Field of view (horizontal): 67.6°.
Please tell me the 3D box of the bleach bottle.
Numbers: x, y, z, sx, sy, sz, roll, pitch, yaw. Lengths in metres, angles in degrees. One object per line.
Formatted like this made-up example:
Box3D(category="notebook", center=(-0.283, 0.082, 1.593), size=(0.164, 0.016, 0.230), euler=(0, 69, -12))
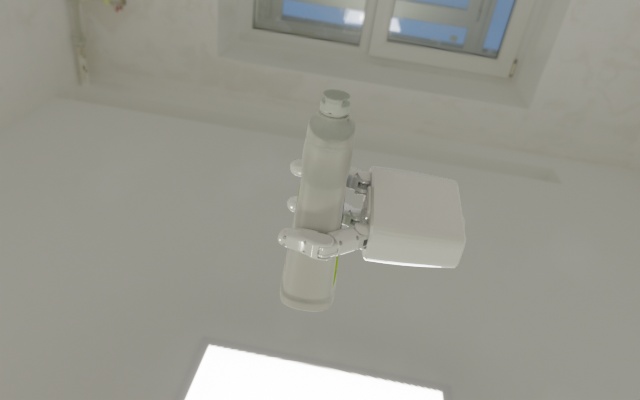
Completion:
Box3D(category="bleach bottle", center=(0.000, 0.002, 0.542), size=(0.068, 0.251, 0.102), euler=(8, 33, -1))
